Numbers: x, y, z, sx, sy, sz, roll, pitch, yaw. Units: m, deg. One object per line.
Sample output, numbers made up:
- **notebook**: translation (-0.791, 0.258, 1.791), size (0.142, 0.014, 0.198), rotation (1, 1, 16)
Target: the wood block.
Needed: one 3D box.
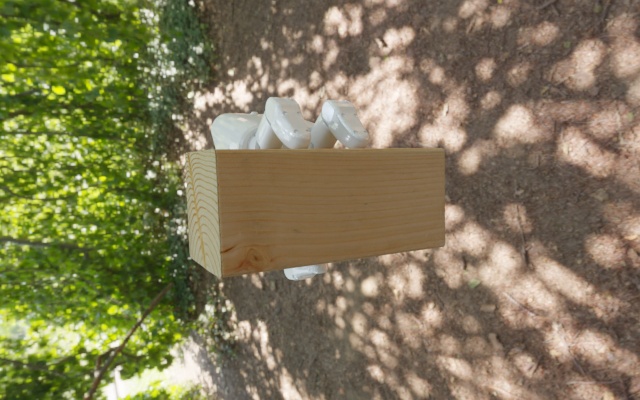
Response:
- **wood block**: translation (0.000, 0.002, 0.410), size (0.206, 0.091, 0.090), rotation (-4, 6, -29)
